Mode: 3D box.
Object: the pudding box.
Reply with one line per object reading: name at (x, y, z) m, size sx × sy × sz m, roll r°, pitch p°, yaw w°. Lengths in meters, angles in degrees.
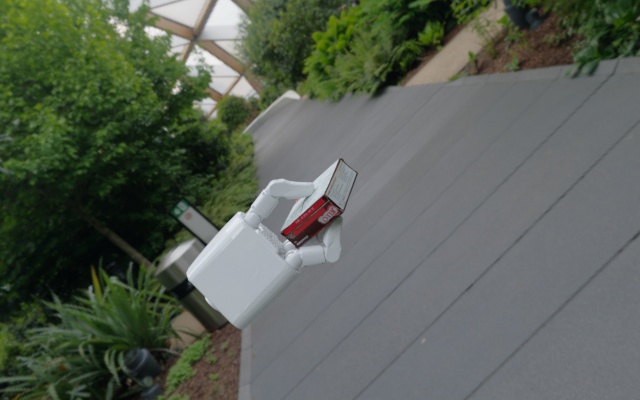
pudding box at (0.000, 0.002, 0.639) m, size 0.090 × 0.039 × 0.113 m, roll -40°, pitch 15°, yaw 30°
